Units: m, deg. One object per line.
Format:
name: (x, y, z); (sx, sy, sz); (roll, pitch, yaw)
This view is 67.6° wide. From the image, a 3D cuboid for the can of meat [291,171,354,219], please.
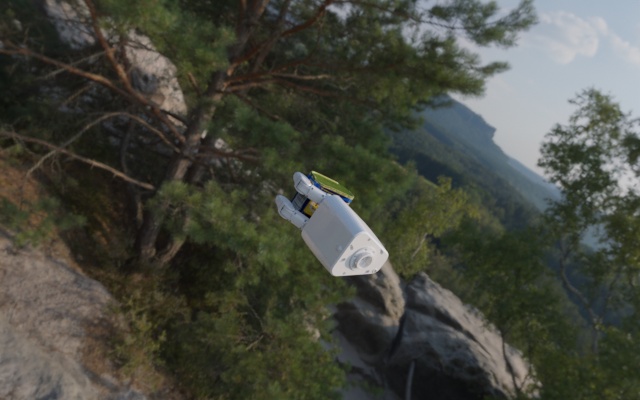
can of meat: (0.000, 0.003, 0.883); (0.102, 0.084, 0.057); (23, 20, -38)
